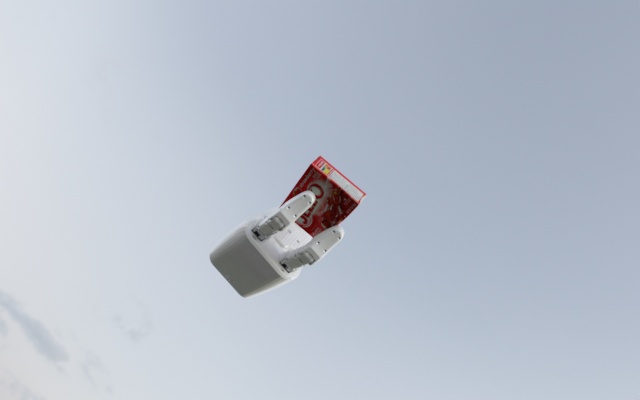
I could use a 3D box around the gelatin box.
[{"bbox_3d":[0.000,0.001,0.578,0.089,0.073,0.030,-50,-1,38],"label":"gelatin box"}]
